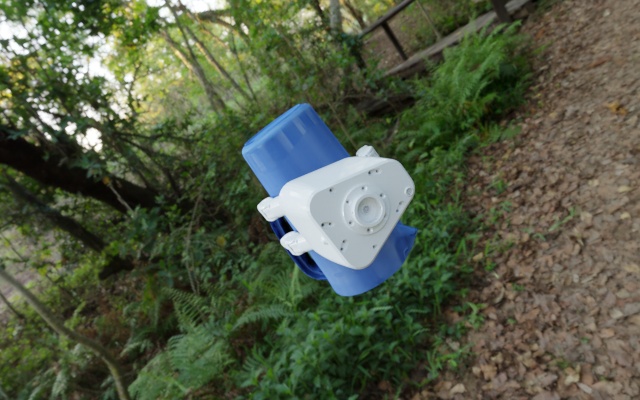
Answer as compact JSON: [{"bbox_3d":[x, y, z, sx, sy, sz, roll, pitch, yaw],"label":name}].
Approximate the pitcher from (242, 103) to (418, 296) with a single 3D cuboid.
[{"bbox_3d":[0.000,0.002,0.642,0.149,0.243,0.145,-39,14,-9],"label":"pitcher"}]
